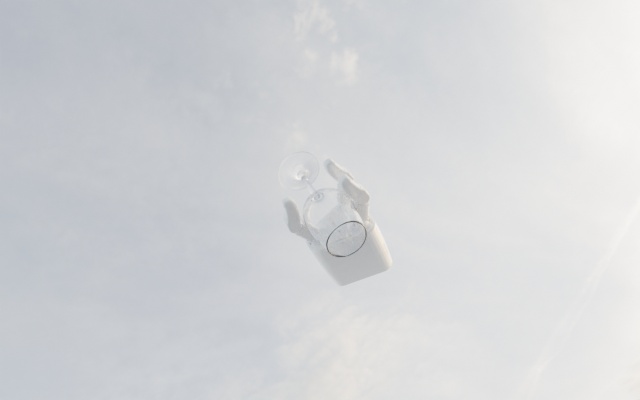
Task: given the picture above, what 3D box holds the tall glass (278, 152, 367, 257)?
[{"bbox_3d":[0.000,0.002,0.732,0.079,0.079,0.201,0,31,-25],"label":"tall glass"}]
